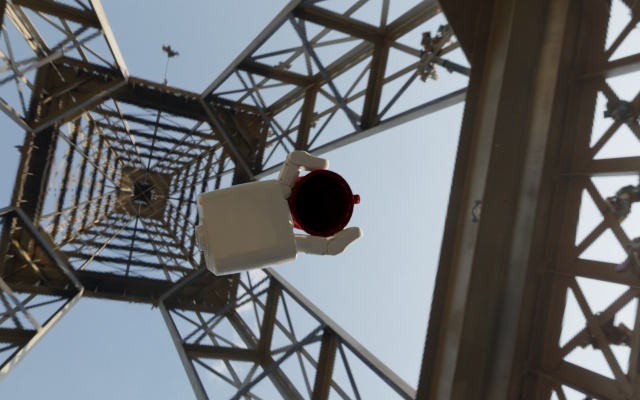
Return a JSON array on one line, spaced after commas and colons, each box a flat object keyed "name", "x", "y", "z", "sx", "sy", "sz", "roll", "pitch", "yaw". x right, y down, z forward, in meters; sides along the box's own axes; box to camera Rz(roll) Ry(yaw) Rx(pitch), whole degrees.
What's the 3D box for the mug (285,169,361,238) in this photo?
[{"name": "mug", "x": 0.001, "y": 0.002, "z": 0.688, "sx": 0.117, "sy": 0.093, "sz": 0.081, "roll": -9, "pitch": 4, "yaw": -22}]
